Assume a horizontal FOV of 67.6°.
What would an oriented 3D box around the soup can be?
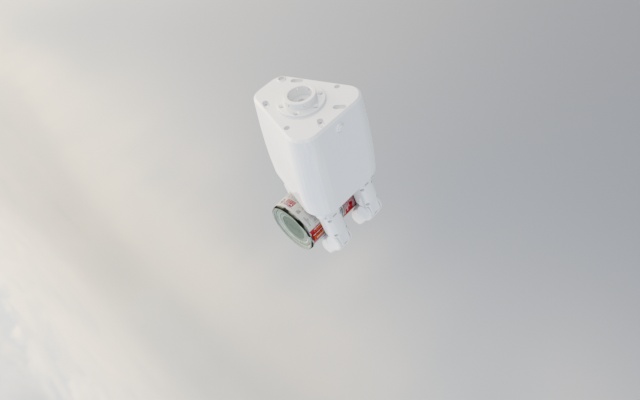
[{"bbox_3d":[0.000,0.002,0.582,0.102,0.068,0.068,-43,20,-22],"label":"soup can"}]
